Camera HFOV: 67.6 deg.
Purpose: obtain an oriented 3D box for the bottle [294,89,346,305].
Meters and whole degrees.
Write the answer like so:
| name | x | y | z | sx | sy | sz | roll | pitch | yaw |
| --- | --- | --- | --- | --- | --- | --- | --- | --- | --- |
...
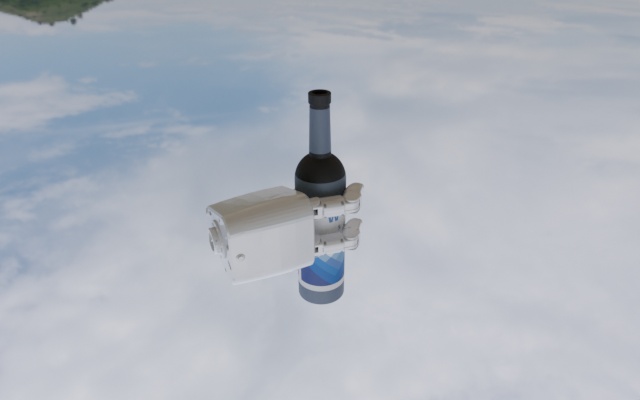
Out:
| name | x | y | z | sx | sy | sz | roll | pitch | yaw |
| --- | --- | --- | --- | --- | --- | --- | --- | --- | --- |
| bottle | 0.000 | 0.002 | 0.630 | 0.069 | 0.296 | 0.069 | 0 | 29 | 0 |
